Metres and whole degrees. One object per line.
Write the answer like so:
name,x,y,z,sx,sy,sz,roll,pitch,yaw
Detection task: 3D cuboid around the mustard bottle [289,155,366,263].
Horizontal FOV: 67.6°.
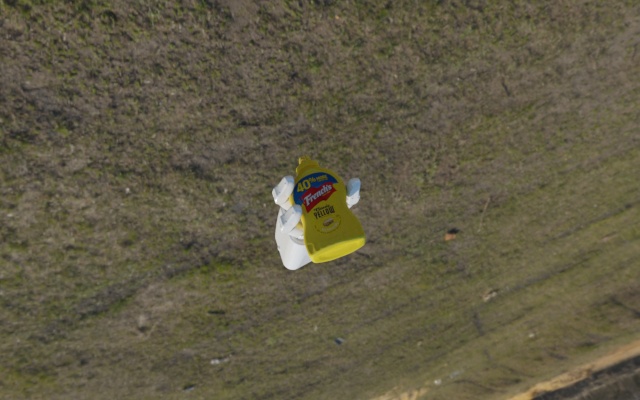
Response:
mustard bottle,0.000,0.003,0.799,0.096,0.191,0.058,-22,-30,1
